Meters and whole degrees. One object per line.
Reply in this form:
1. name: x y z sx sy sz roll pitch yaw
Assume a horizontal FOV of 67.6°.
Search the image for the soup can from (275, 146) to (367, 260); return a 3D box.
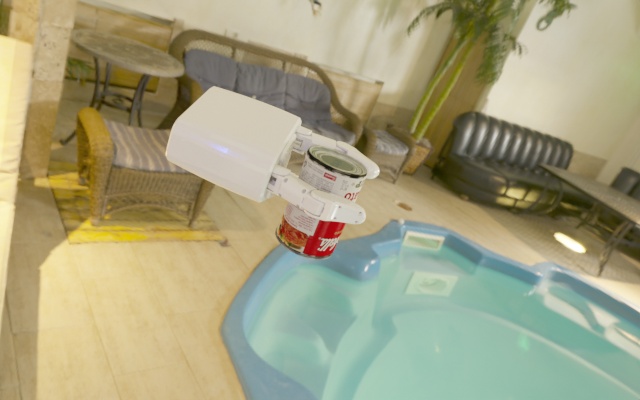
1. soup can: 0.001 0.002 0.506 0.068 0.102 0.068 19 22 -8
